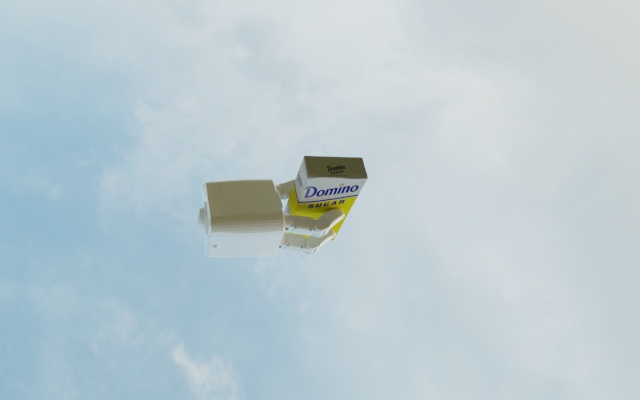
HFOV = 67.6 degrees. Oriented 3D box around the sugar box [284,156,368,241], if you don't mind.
[{"bbox_3d":[0.000,0.003,0.741,0.093,0.048,0.176,0,-32,-18],"label":"sugar box"}]
